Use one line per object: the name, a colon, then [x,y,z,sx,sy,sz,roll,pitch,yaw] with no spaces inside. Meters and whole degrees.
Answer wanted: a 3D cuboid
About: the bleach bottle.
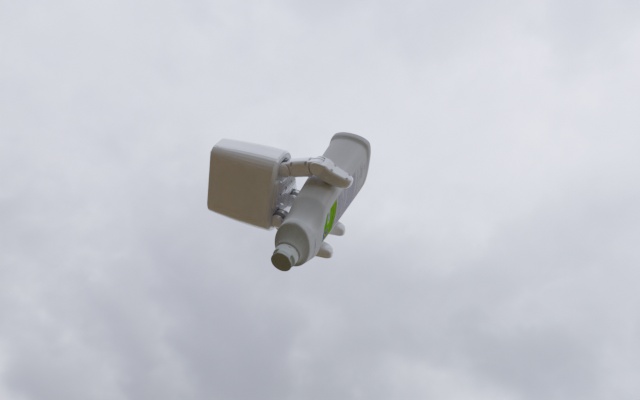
bleach bottle: [0.000,0.002,0.669,0.068,0.103,0.250,16,38,16]
